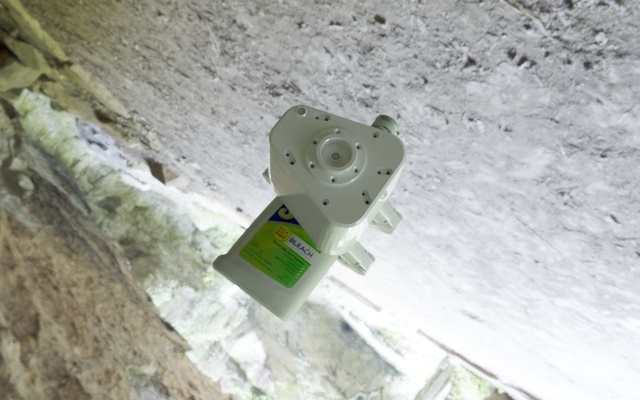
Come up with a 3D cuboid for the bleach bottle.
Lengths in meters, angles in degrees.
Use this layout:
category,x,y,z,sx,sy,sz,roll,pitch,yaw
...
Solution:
category,x,y,z,sx,sy,sz,roll,pitch,yaw
bleach bottle,0.000,0.002,0.524,0.102,0.250,0.068,35,-15,7
